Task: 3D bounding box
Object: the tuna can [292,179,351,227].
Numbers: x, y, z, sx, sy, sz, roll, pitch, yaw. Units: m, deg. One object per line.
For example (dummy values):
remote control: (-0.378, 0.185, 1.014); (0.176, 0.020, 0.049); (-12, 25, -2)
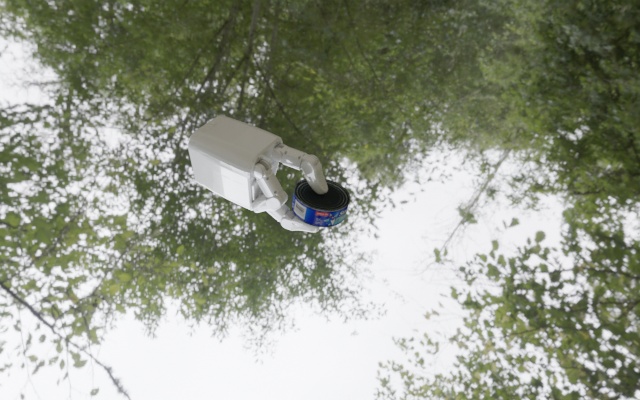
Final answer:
tuna can: (0.000, 0.003, 0.718); (0.086, 0.034, 0.086); (8, 34, -6)
